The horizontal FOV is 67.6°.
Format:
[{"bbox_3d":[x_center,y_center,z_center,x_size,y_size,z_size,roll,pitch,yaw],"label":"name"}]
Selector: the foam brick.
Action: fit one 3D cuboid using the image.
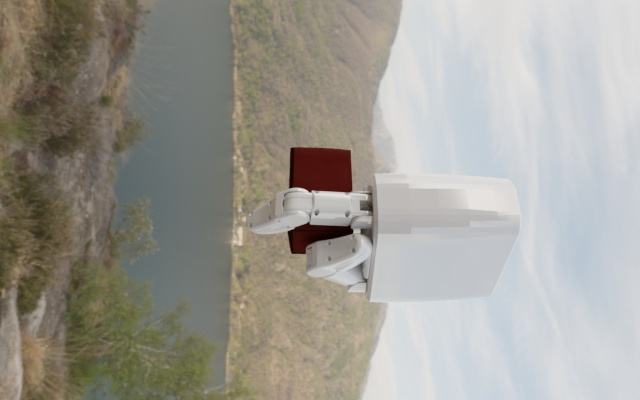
[{"bbox_3d":[0.000,0.001,0.403,0.051,0.078,0.053,0,-27,0],"label":"foam brick"}]
